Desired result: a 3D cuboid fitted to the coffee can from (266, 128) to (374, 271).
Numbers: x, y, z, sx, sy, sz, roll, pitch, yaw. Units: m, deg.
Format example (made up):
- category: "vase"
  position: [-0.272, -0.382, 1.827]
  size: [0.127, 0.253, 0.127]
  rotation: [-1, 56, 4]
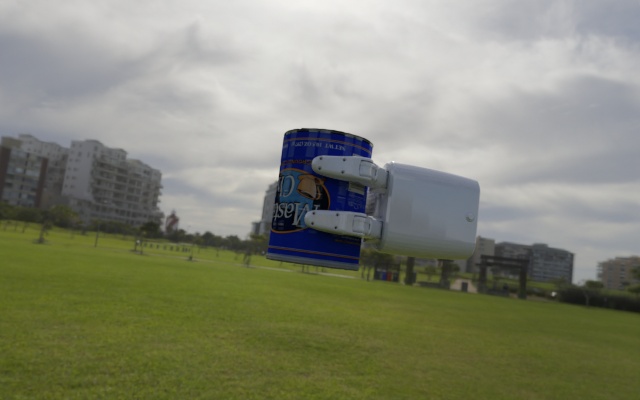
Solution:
- category: "coffee can"
  position: [0.000, 0.002, 0.530]
  size: [0.103, 0.140, 0.103]
  rotation: [7, -6, 1]
